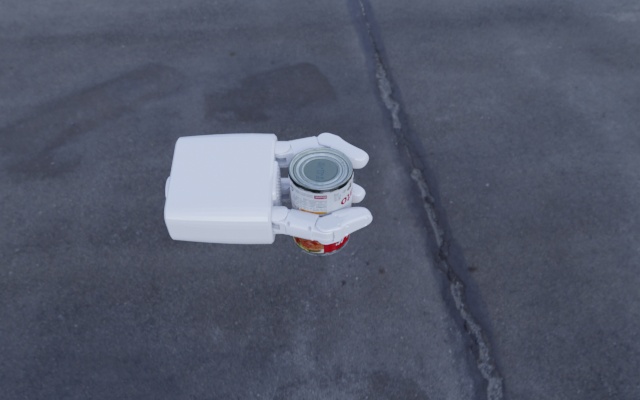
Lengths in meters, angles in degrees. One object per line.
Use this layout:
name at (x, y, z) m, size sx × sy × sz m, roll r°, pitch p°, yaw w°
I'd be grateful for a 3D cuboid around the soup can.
soup can at (0.001, 0.002, 0.513) m, size 0.068 × 0.068 × 0.102 m, roll 0°, pitch -44°, yaw 0°
